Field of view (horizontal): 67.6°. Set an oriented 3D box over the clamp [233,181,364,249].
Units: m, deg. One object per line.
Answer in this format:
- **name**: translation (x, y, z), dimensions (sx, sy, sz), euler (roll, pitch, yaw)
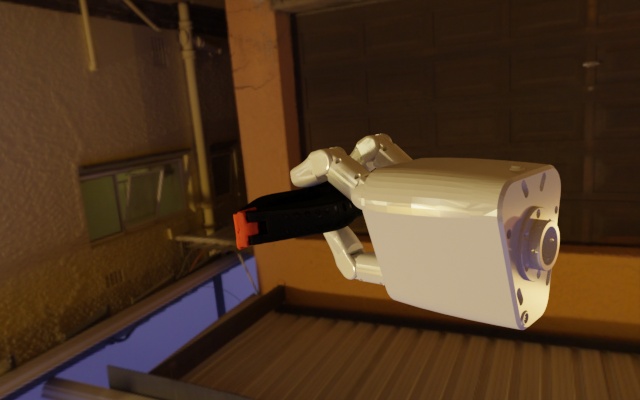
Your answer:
- **clamp**: translation (0.000, 0.002, 0.435), dimensions (0.210, 0.036, 0.164), euler (-15, 13, -42)
